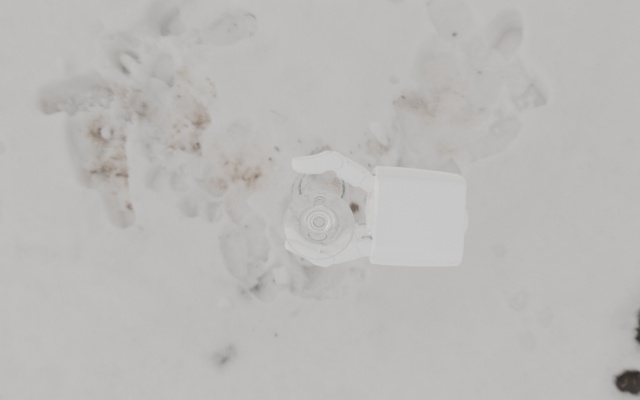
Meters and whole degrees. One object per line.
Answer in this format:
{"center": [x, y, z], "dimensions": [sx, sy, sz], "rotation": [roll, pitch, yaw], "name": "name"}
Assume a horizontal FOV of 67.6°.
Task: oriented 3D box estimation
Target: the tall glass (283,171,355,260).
{"center": [0.000, 0.002, 0.585], "dimensions": [0.079, 0.079, 0.201], "rotation": [0, 14, 1], "name": "tall glass"}
